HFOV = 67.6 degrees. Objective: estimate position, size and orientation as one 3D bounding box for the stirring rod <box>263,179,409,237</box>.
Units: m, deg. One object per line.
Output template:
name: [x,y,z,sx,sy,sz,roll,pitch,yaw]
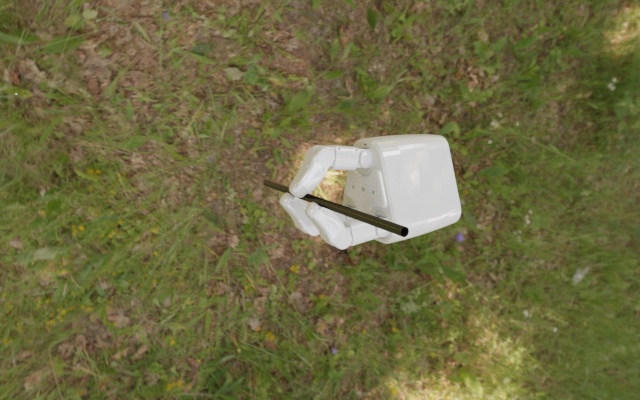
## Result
stirring rod: [0.000,0.001,0.459,0.011,0.011,0.239,0,11,-32]
